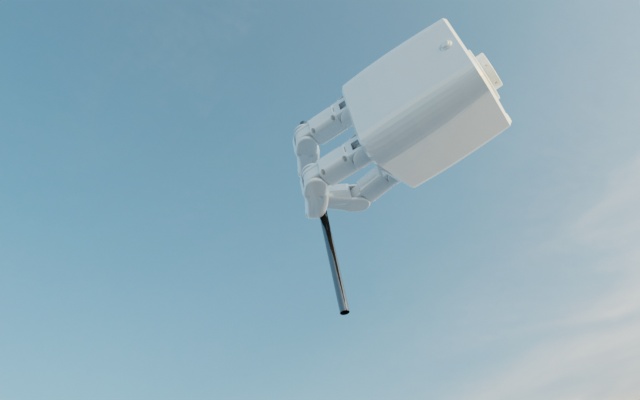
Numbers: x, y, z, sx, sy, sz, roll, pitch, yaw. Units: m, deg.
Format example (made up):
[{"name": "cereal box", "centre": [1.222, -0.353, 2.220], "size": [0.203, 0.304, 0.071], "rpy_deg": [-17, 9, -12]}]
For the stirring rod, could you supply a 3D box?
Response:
[{"name": "stirring rod", "centre": [0.000, 0.002, 0.463], "size": [0.011, 0.239, 0.011], "rpy_deg": [-7, -41, -6]}]
